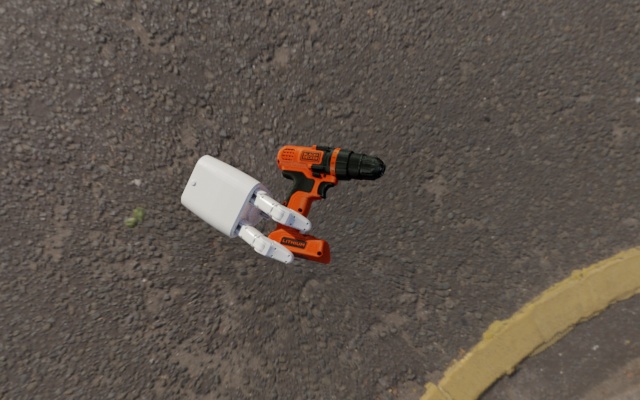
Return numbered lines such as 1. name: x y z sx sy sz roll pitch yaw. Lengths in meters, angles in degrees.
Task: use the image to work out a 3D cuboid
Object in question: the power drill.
1. power drill: 0.000 0.003 0.767 0.184 0.187 0.057 8 -17 23
